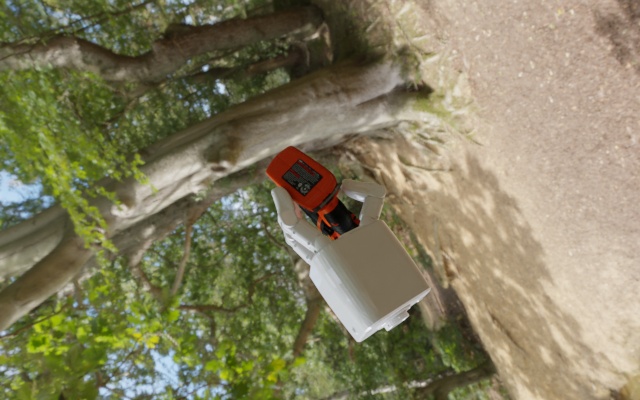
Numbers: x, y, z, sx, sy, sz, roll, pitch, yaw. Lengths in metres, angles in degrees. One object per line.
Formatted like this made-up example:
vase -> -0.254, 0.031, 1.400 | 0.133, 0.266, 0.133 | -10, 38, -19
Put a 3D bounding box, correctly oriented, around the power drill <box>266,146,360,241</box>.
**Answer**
power drill -> 0.000, 0.002, 0.683 | 0.184, 0.057, 0.188 | 37, -7, 38
